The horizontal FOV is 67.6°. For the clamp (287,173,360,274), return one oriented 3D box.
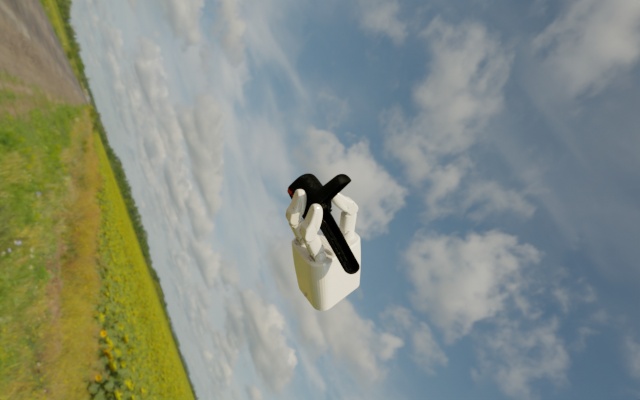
[{"bbox_3d":[0.001,0.002,0.776,0.036,0.165,0.210,-17,33,-23],"label":"clamp"}]
